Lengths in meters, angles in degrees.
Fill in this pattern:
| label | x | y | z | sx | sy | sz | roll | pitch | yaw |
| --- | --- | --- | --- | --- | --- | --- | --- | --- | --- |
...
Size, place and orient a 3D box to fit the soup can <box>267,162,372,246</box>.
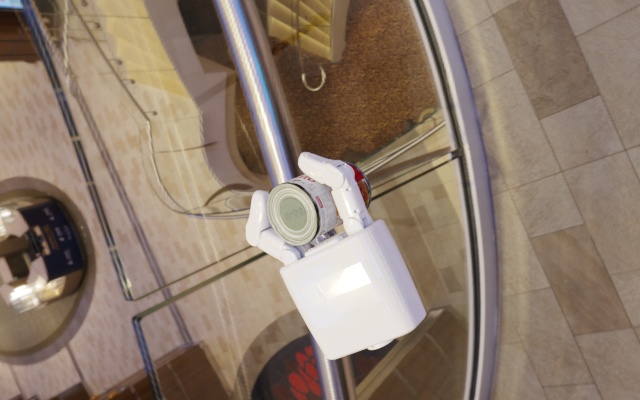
| label | x | y | z | sx | sy | sz | roll | pitch | yaw |
| --- | --- | --- | --- | --- | --- | --- | --- | --- | --- |
| soup can | 0.000 | 0.001 | 0.510 | 0.068 | 0.068 | 0.102 | 0 | 15 | 37 |
